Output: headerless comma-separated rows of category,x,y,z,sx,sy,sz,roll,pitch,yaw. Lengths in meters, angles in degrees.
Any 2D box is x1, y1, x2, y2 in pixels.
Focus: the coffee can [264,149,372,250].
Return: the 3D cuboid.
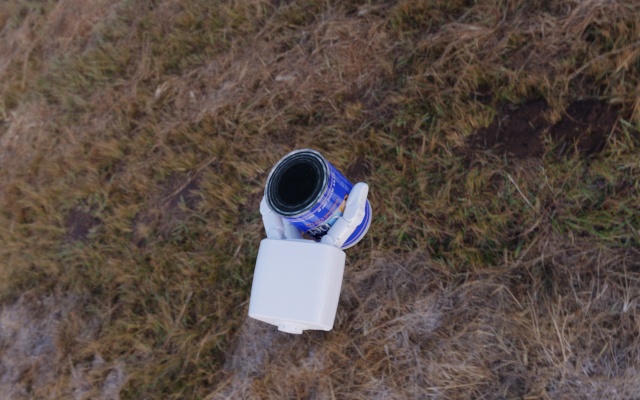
coffee can,0.000,0.002,0.696,0.103,0.102,0.140,0,-23,32
